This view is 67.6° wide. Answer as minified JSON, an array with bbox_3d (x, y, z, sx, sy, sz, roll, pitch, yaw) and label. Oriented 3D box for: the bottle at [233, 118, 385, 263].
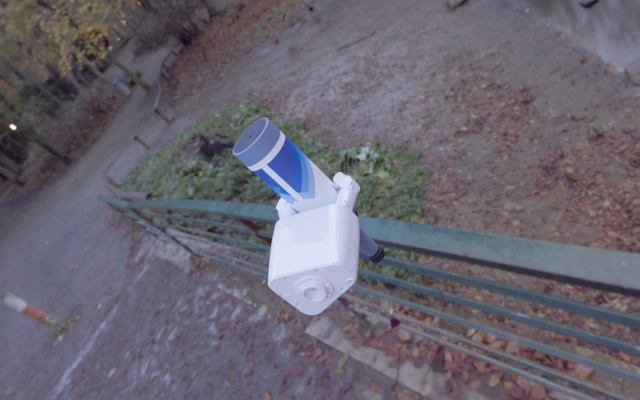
[{"bbox_3d":[0.000,0.002,0.708,0.296,0.069,0.069,43,-24,-28],"label":"bottle"}]
